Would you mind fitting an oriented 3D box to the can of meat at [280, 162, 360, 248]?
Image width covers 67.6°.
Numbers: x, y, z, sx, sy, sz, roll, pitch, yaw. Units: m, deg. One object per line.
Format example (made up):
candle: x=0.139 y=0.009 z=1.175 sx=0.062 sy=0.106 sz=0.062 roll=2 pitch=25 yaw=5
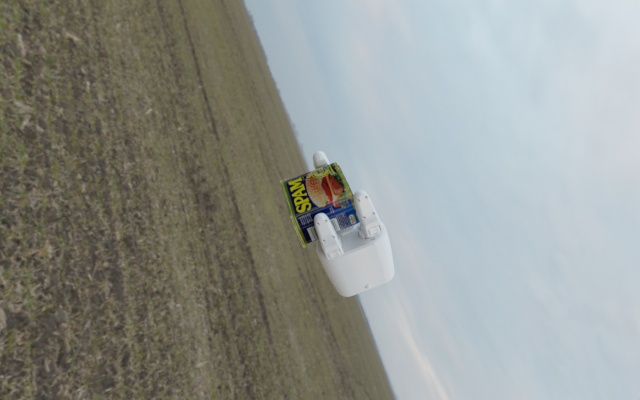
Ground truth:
can of meat: x=0.000 y=0.002 z=0.634 sx=0.084 sy=0.057 sz=0.102 roll=-21 pitch=41 yaw=0
